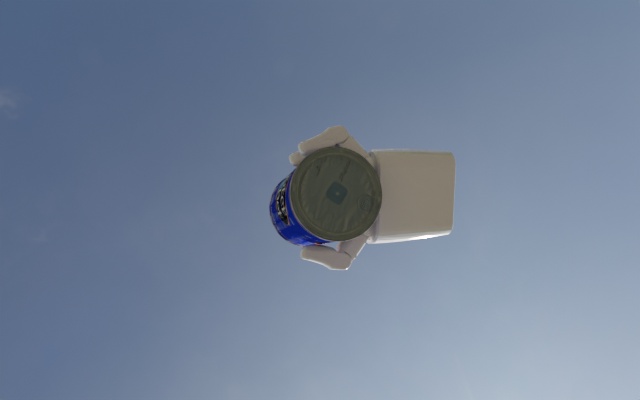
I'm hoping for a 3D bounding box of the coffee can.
[{"bbox_3d":[0.000,0.002,0.572,0.103,0.103,0.140,0,-8,-15],"label":"coffee can"}]
